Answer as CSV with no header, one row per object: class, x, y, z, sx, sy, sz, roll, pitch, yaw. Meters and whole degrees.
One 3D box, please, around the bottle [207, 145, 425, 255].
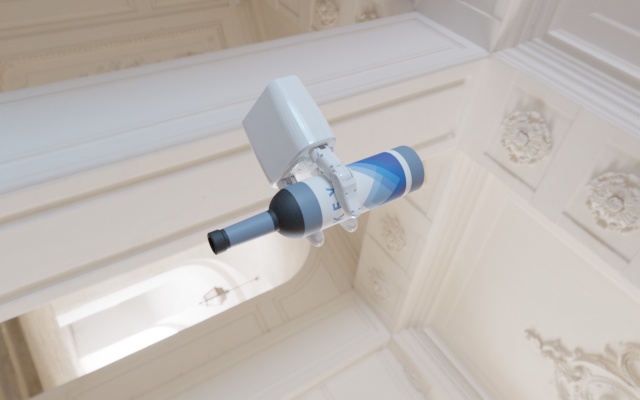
bottle,0.000,0.002,0.604,0.295,0.069,0.069,-21,10,-26
